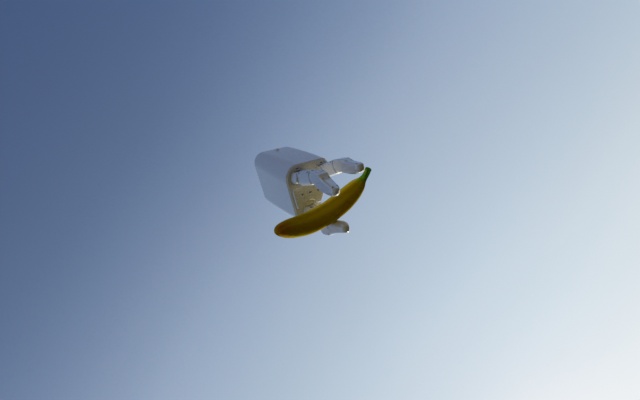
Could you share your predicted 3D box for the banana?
[{"bbox_3d":[0.005,0.014,0.781,0.197,0.070,0.037,-35,50,-24],"label":"banana"}]
